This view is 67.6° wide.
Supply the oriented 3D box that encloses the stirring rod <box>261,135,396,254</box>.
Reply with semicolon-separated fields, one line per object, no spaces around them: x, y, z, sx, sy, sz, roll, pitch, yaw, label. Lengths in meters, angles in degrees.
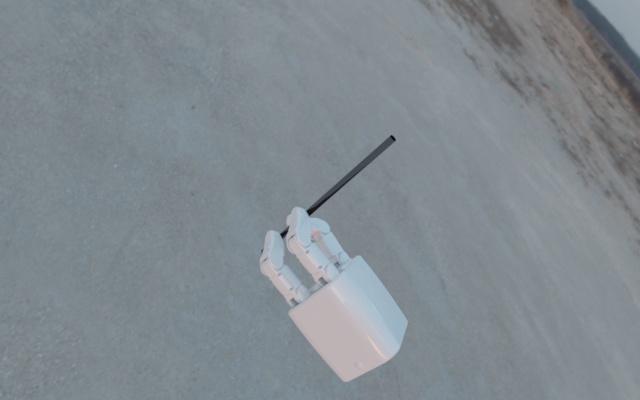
0.000;0.002;0.557;0.011;0.011;0.240;0;-33;-48;stirring rod
